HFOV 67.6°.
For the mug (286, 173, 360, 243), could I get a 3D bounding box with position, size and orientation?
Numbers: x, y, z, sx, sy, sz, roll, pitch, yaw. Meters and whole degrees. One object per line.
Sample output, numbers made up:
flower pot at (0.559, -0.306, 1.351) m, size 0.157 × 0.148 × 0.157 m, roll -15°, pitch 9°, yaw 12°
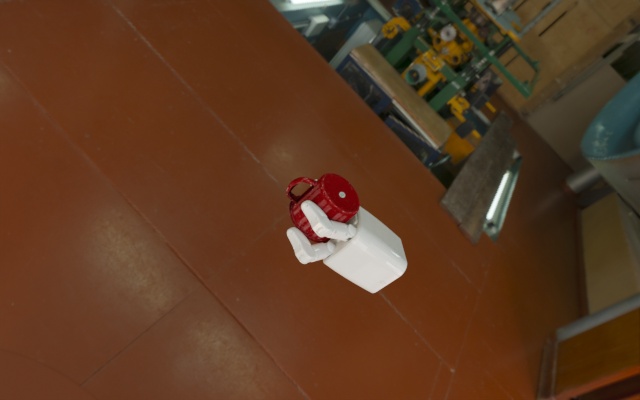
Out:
mug at (-0.001, 0.002, 0.770) m, size 0.117 × 0.093 × 0.081 m, roll 36°, pitch -53°, yaw -16°
